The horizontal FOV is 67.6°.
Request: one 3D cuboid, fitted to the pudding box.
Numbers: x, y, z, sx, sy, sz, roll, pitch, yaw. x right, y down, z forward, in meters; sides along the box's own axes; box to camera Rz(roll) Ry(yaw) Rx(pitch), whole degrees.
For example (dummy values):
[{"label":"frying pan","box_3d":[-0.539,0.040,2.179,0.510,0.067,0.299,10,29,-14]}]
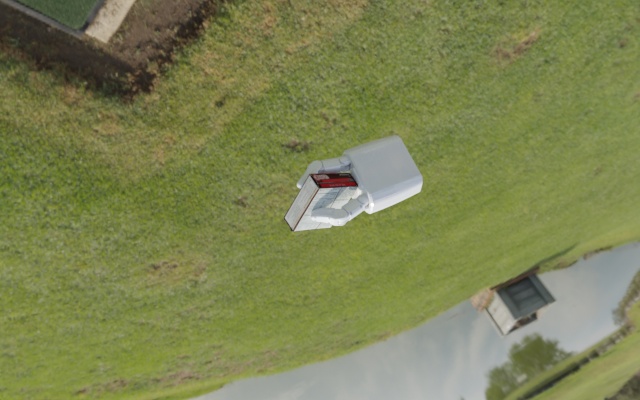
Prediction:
[{"label":"pudding box","box_3d":[0.000,0.003,0.819,0.090,0.113,0.039,-3,47,-39]}]
